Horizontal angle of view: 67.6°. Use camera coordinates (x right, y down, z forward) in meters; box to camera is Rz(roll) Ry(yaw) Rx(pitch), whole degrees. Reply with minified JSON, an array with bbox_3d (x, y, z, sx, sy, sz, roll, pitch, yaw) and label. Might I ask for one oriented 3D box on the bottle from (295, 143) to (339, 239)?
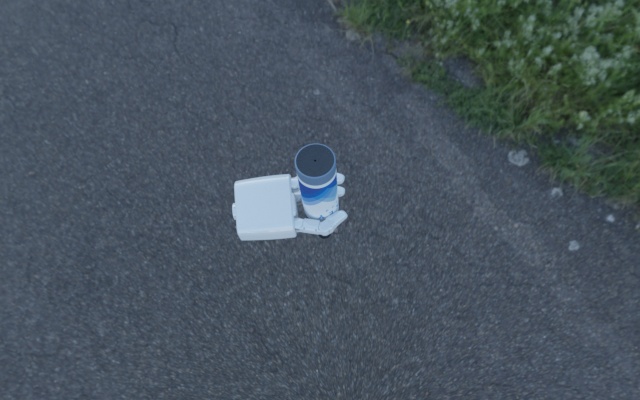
[{"bbox_3d":[0.000,0.003,0.895,0.069,0.069,0.296,0,-27,4],"label":"bottle"}]
